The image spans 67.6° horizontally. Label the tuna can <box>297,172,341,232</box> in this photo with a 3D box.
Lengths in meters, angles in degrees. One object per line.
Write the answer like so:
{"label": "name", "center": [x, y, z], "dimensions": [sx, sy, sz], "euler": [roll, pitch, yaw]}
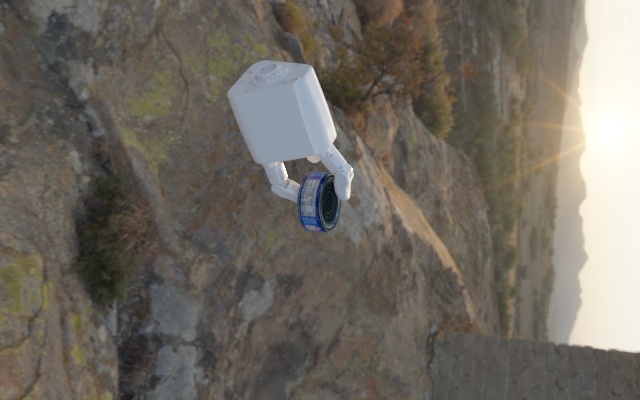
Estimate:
{"label": "tuna can", "center": [0.001, 0.002, 0.685], "dimensions": [0.034, 0.086, 0.086], "euler": [4, 1, 23]}
